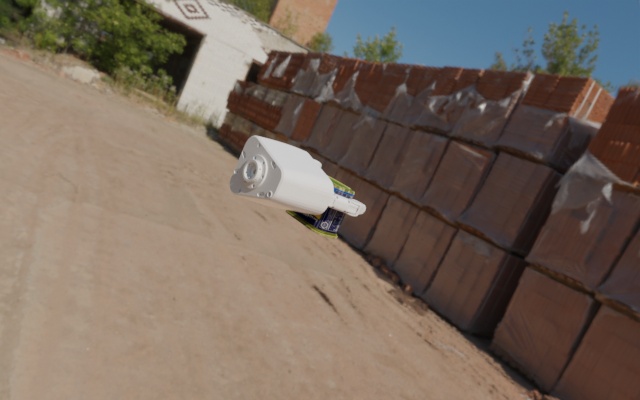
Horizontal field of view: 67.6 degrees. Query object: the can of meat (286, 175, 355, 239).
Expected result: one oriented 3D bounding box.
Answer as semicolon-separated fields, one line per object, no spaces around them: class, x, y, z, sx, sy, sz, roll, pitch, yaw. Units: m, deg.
can of meat;0.000;0.002;0.791;0.057;0.084;0.102;16;11;-44
